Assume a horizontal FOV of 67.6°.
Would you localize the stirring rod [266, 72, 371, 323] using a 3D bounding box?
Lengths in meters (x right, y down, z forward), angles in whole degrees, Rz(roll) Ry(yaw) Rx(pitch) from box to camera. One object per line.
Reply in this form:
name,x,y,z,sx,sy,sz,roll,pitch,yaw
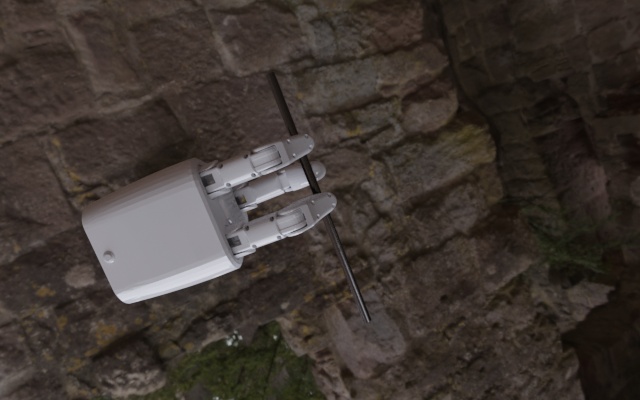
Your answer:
stirring rod,0.000,0.001,0.429,0.011,0.239,0.011,-21,8,3
